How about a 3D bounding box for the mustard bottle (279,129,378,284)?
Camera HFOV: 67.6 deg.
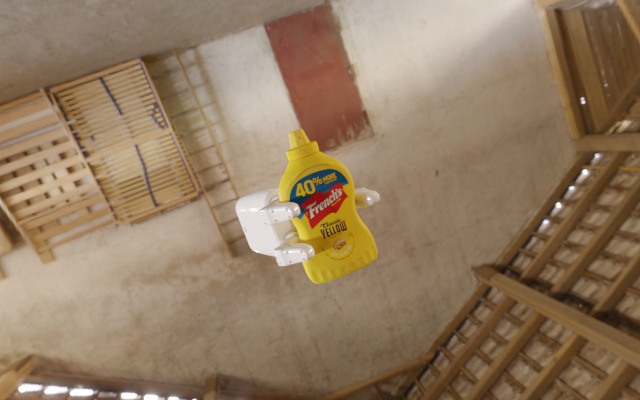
[{"bbox_3d":[0.000,0.002,0.611,0.096,0.191,0.058,-21,10,-9],"label":"mustard bottle"}]
